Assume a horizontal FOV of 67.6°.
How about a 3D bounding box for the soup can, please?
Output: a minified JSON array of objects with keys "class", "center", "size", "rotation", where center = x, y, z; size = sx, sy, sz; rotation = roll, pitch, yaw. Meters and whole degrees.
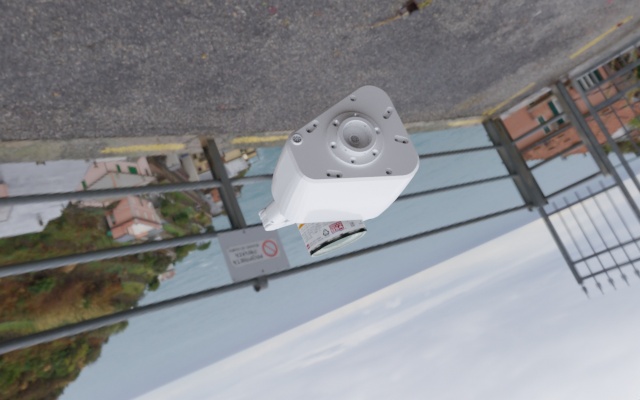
[{"class":"soup can","center":[0.000,0.002,0.519],"size":[0.068,0.102,0.068],"rotation":[-23,-13,-6]}]
